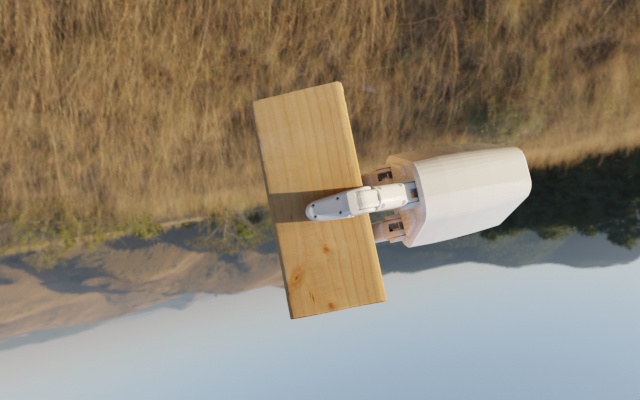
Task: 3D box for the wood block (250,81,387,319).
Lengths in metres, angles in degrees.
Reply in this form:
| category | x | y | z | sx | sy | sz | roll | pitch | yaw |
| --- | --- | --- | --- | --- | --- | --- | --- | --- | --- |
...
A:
| category | x | y | z | sx | sy | sz | roll | pitch | yaw |
| --- | --- | --- | --- | --- | --- | --- | --- | --- | --- |
| wood block | 0.000 | 0.002 | 0.477 | 0.090 | 0.206 | 0.091 | -12 | -6 | 5 |
